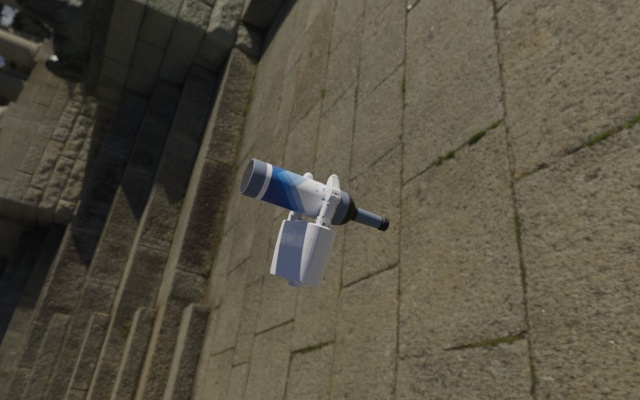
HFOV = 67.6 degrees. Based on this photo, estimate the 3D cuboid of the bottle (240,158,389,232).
[{"bbox_3d":[0.000,0.003,0.890,0.296,0.069,0.069,19,-8,-22],"label":"bottle"}]
